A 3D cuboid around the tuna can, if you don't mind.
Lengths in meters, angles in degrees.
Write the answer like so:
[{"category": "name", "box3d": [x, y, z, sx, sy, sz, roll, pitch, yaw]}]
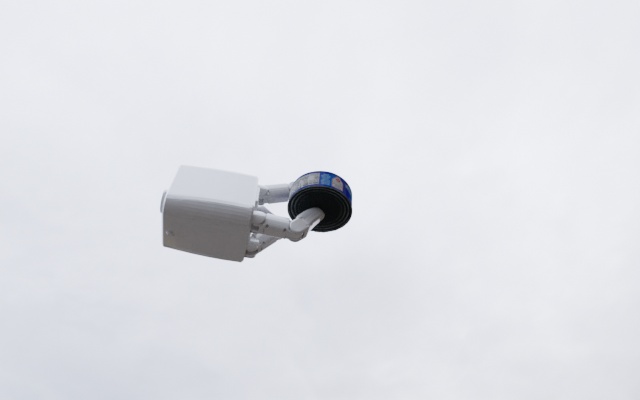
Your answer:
[{"category": "tuna can", "box3d": [0.000, 0.002, 0.635, 0.086, 0.086, 0.033, 0, 44, 5]}]
